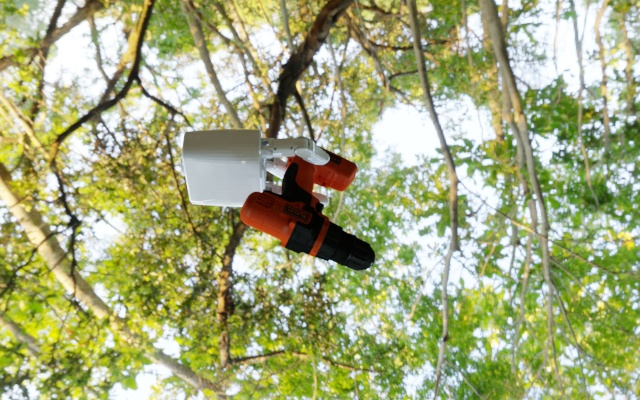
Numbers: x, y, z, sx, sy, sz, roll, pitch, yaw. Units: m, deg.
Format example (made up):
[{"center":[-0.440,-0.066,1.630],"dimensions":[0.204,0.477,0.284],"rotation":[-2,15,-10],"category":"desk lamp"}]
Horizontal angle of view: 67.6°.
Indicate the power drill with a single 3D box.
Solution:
[{"center":[0.000,0.002,0.668],"dimensions":[0.184,0.057,0.187],"rotation":[25,37,-4],"category":"power drill"}]
